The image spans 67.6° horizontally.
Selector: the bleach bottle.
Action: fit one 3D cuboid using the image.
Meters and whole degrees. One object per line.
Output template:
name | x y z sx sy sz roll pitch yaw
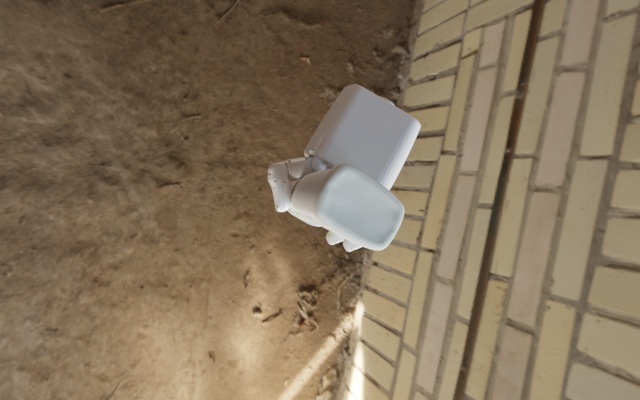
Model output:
bleach bottle | 0.000 0.002 0.600 0.102 0.068 0.251 32 -8 -20
